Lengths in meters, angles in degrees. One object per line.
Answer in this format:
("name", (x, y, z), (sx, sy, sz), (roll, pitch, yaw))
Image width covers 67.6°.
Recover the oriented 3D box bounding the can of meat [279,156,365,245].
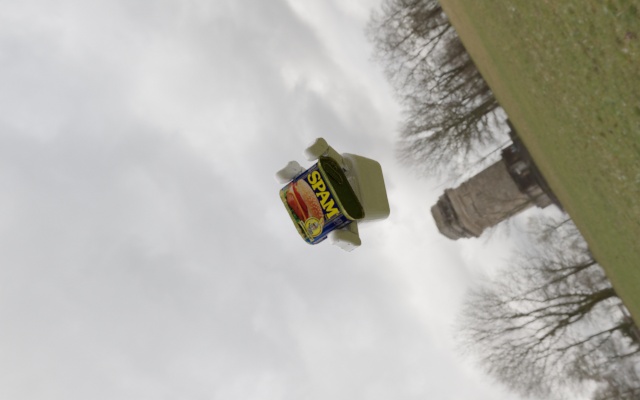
("can of meat", (0.000, 0.002, 0.678), (0.084, 0.102, 0.057), (-34, -15, 27))
